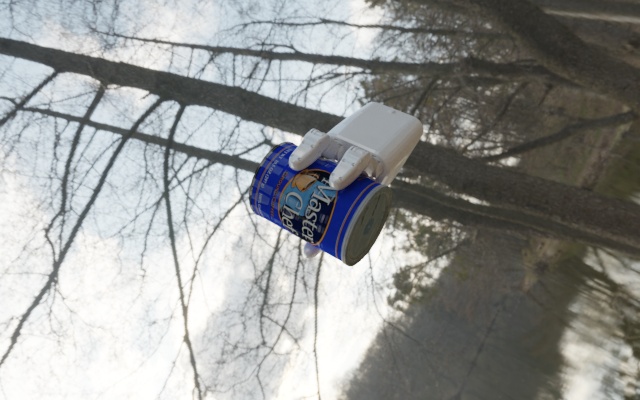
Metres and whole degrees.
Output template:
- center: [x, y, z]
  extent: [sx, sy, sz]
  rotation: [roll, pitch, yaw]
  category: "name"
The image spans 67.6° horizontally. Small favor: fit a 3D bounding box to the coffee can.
- center: [0.000, 0.002, 0.575]
  extent: [0.140, 0.103, 0.103]
  rotation: [27, 11, 24]
  category: "coffee can"
